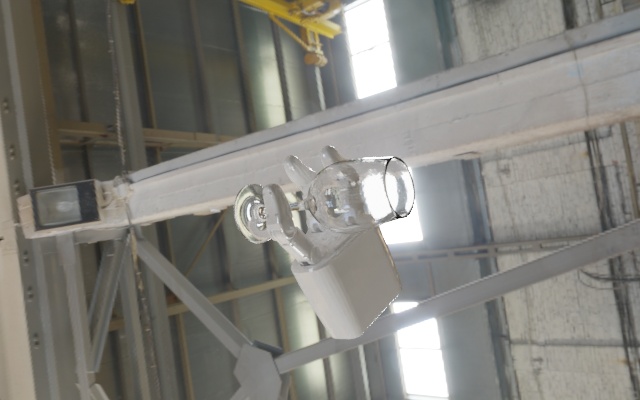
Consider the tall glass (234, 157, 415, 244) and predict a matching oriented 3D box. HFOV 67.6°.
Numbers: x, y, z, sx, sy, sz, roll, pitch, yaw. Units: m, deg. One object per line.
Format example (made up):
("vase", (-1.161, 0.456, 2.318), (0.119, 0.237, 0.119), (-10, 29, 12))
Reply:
("tall glass", (-0.001, 0.002, 0.526), (0.201, 0.079, 0.079), (-11, -7, 37))
